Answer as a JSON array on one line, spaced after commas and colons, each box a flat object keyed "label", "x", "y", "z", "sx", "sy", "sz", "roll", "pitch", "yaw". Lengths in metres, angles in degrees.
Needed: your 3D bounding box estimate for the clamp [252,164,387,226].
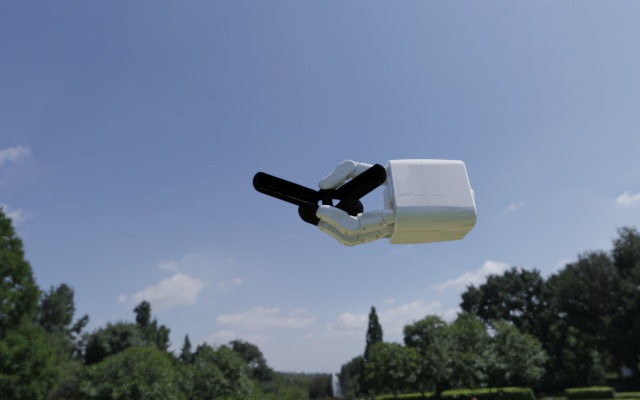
[{"label": "clamp", "x": 0.000, "y": 0.002, "z": 0.663, "sx": 0.164, "sy": 0.036, "sz": 0.210, "roll": 0, "pitch": -20, "yaw": 2}]
